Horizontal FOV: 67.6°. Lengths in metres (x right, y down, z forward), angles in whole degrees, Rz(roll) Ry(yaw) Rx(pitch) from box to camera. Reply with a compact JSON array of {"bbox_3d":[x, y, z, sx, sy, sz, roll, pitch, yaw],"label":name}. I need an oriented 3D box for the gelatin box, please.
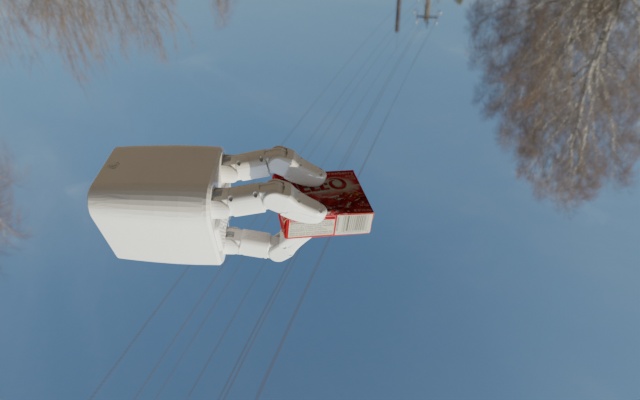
[{"bbox_3d":[0.000,0.002,0.477,0.089,0.030,0.073,-3,38,-15],"label":"gelatin box"}]
